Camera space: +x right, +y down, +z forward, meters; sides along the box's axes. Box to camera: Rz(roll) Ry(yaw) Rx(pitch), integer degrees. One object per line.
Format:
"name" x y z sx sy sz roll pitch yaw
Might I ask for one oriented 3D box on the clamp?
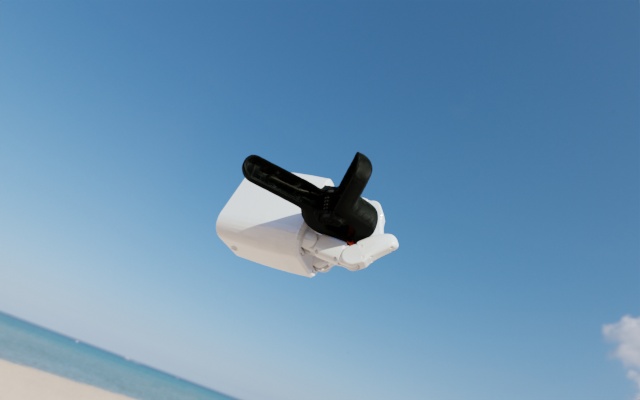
"clamp" 0.000 0.001 0.469 0.120 0.039 0.172 11 -26 19
